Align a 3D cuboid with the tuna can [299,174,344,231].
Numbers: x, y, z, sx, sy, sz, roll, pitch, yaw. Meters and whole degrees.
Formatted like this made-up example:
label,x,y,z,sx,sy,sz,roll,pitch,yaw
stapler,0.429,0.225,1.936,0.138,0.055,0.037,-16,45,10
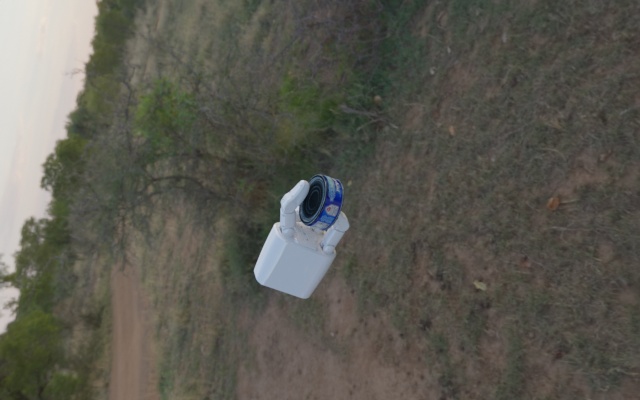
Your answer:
label,x,y,z,sx,sy,sz,roll,pitch,yaw
tuna can,0.000,0.002,0.757,0.034,0.086,0.086,18,-8,-28
